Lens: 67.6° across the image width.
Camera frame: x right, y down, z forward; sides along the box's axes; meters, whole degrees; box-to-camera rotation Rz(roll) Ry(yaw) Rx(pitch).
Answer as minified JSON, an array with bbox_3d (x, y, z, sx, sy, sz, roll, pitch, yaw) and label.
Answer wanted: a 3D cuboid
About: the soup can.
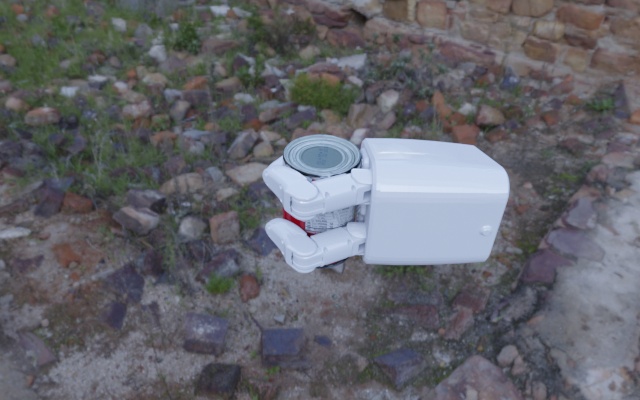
[{"bbox_3d":[0.000,0.001,0.427,0.068,0.102,0.068,1,37,-1],"label":"soup can"}]
